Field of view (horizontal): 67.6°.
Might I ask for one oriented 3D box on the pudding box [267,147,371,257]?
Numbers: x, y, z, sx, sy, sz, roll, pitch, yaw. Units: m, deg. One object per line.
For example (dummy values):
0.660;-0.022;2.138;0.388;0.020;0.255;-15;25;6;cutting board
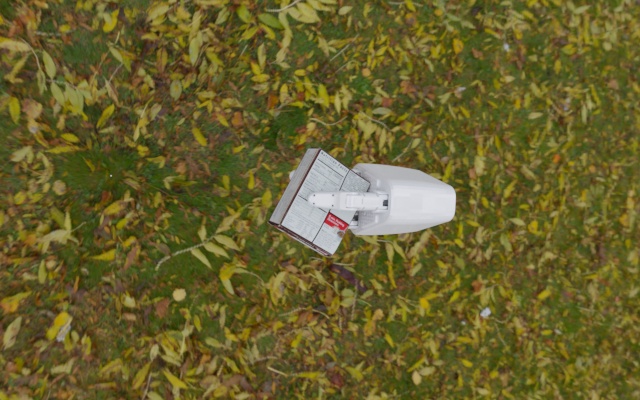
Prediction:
0.000;0.002;0.604;0.090;0.113;0.039;33;-12;-26;pudding box
